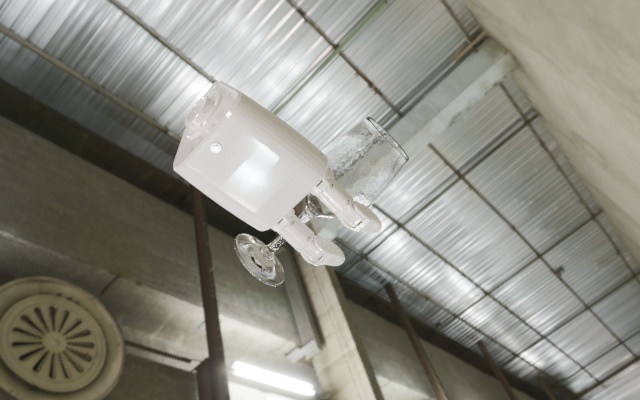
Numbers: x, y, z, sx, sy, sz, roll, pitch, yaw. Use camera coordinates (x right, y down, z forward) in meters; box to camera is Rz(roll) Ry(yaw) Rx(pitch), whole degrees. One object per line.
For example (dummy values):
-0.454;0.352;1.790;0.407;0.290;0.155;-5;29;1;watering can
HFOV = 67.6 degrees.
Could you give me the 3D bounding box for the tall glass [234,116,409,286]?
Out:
0.000;0.002;0.514;0.201;0.079;0.079;-43;-15;16;tall glass
